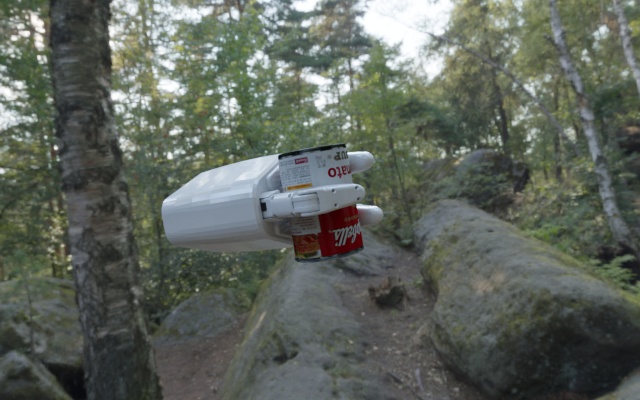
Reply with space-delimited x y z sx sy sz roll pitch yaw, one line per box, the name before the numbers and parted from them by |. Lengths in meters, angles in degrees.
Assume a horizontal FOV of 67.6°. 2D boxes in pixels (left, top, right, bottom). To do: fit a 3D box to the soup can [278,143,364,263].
soup can | 0.000 0.001 0.456 0.068 0.102 0.068 -10 4 1
